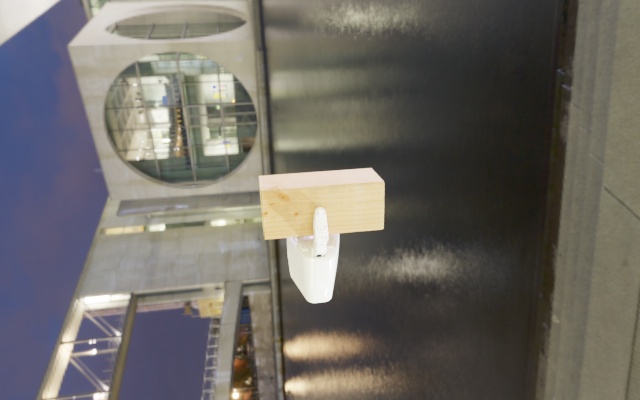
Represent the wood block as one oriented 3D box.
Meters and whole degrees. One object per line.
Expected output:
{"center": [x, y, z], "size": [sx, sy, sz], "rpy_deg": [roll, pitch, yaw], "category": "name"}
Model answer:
{"center": [0.000, 0.003, 0.835], "size": [0.206, 0.090, 0.090], "rpy_deg": [-5, 21, -8], "category": "wood block"}
